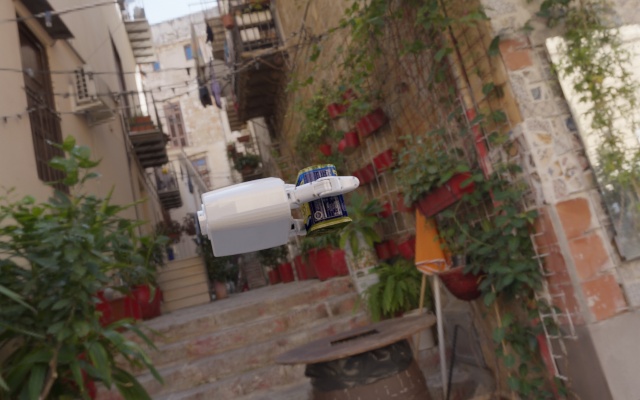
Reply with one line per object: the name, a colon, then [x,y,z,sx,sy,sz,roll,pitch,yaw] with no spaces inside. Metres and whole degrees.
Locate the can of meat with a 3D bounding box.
can of meat: [0.000,0.002,0.677,0.057,0.084,0.102,-13,-10,-11]
